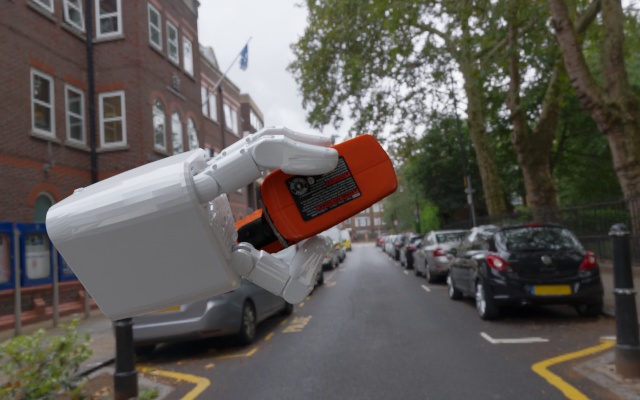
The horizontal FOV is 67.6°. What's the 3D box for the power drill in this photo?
[{"bbox_3d":[0.000,0.001,0.446,0.184,0.057,0.188,-27,-5,-19],"label":"power drill"}]
